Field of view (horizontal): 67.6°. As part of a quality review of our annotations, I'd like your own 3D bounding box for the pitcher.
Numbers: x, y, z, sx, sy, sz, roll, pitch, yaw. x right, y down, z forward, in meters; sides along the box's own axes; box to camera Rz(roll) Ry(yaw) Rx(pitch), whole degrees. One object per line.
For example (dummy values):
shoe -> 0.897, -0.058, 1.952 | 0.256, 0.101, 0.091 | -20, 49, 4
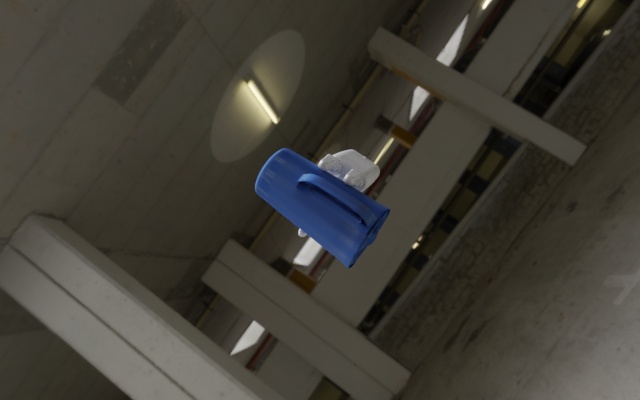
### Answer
pitcher -> 0.000, 0.003, 0.893 | 0.243, 0.149, 0.145 | 35, 28, 12
